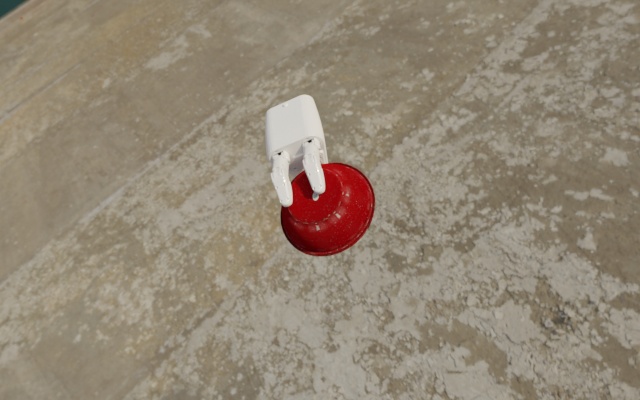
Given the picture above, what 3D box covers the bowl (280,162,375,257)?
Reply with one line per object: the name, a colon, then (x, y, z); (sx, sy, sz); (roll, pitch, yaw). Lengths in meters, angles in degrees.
bowl: (0.001, 0.003, 0.739); (0.162, 0.162, 0.055); (0, -22, 23)
